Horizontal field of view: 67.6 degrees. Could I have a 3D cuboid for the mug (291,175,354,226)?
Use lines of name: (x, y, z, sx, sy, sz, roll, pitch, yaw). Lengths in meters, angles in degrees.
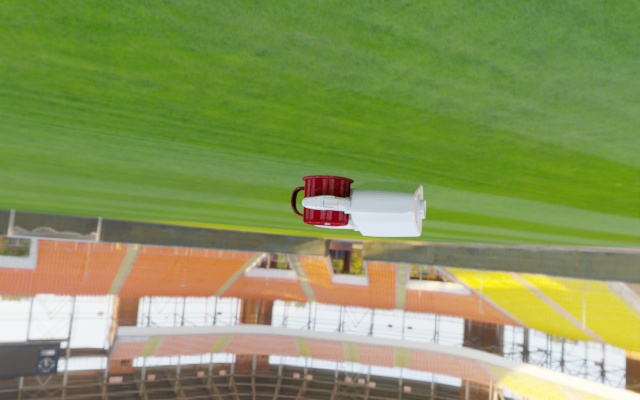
mug: (-0.001, 0.003, 0.852, 0.117, 0.081, 0.093, 1, -7, 21)
